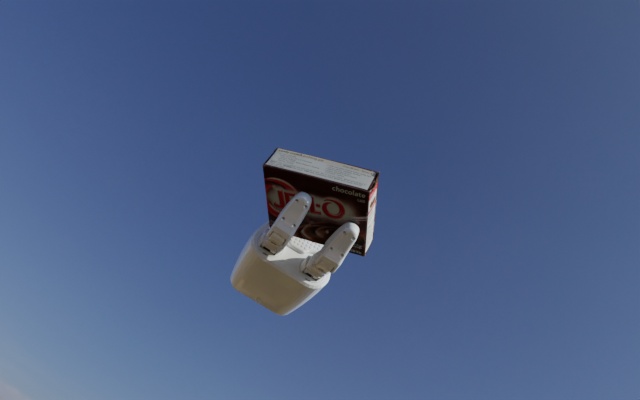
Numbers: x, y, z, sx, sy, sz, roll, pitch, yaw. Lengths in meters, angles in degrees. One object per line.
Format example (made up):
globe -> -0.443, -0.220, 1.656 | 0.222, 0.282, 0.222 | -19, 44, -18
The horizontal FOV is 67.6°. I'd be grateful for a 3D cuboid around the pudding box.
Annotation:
pudding box -> 0.000, 0.002, 0.487 | 0.113, 0.090, 0.039 | 13, 45, 15
